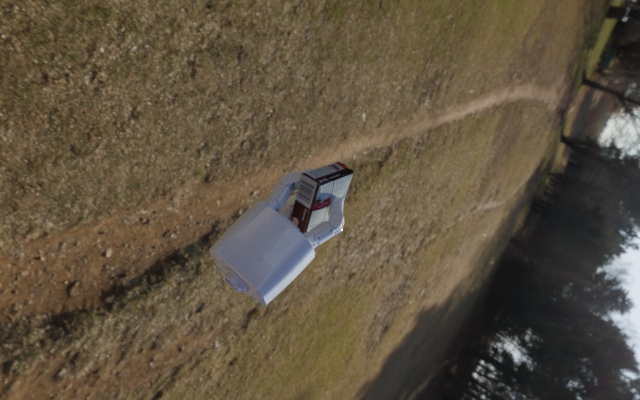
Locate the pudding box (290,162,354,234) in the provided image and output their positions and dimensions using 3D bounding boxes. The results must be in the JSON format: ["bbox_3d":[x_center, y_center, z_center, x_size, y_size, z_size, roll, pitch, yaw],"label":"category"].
[{"bbox_3d":[0.000,0.003,0.755,0.039,0.114,0.090,35,35,27],"label":"pudding box"}]
